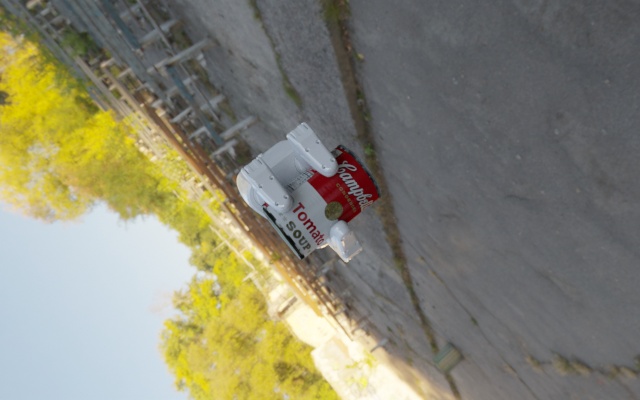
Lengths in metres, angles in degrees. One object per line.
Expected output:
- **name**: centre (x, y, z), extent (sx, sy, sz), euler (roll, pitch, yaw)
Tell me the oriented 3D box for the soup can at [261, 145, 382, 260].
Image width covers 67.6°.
- **soup can**: centre (0.000, 0.002, 0.474), extent (0.102, 0.068, 0.068), euler (-38, 6, -8)
